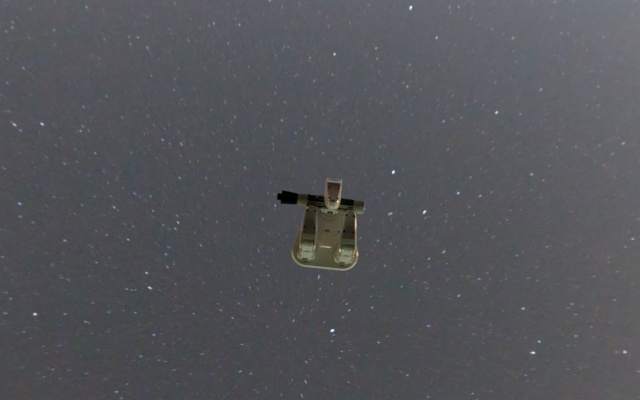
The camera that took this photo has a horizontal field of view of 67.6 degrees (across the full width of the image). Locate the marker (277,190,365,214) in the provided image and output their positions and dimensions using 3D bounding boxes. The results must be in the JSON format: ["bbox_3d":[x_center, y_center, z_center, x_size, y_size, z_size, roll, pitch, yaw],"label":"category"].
[{"bbox_3d":[0.000,0.002,0.663,0.121,0.020,0.020,7,0,-1],"label":"marker"}]
